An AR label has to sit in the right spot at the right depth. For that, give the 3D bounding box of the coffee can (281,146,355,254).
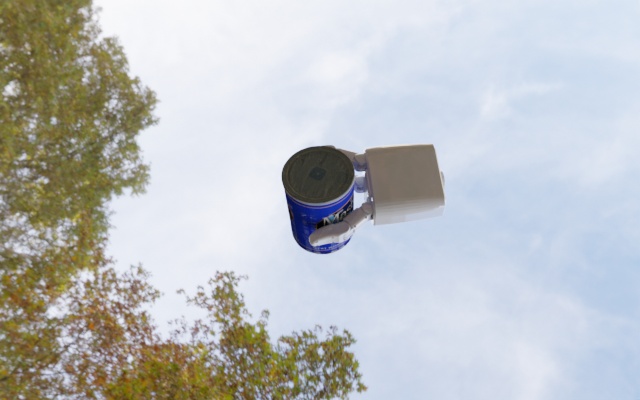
[{"bbox_3d":[0.000,0.002,0.717,0.103,0.102,0.140,0,-35,4],"label":"coffee can"}]
